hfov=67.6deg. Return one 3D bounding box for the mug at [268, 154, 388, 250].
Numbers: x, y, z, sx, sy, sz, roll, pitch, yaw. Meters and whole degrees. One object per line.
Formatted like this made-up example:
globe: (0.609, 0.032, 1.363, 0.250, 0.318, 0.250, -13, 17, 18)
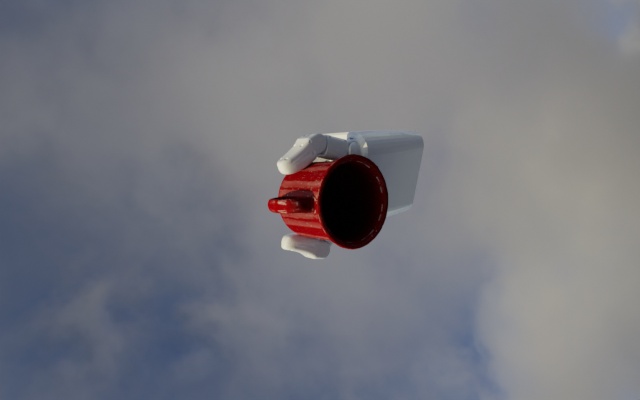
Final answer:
mug: (-0.001, 0.002, 0.489, 0.117, 0.093, 0.081, -9, 8, -38)
